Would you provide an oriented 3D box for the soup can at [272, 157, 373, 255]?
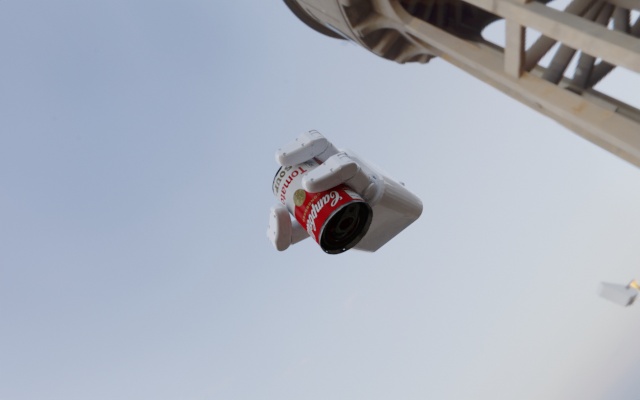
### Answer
[{"bbox_3d":[0.000,0.002,0.525,0.068,0.068,0.102,0,33,-41],"label":"soup can"}]
